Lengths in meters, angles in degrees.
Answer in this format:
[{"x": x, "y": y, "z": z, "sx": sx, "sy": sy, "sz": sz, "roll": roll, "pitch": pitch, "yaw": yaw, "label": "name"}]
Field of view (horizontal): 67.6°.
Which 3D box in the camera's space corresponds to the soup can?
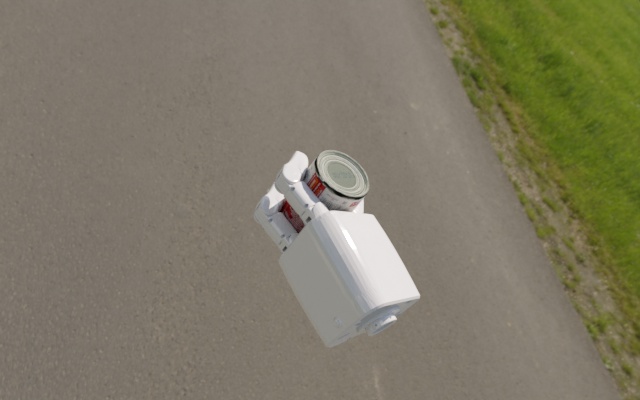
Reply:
[{"x": 0.000, "y": 0.001, "z": 0.533, "sx": 0.068, "sy": 0.068, "sz": 0.102, "roll": 0, "pitch": -37, "yaw": -37, "label": "soup can"}]
